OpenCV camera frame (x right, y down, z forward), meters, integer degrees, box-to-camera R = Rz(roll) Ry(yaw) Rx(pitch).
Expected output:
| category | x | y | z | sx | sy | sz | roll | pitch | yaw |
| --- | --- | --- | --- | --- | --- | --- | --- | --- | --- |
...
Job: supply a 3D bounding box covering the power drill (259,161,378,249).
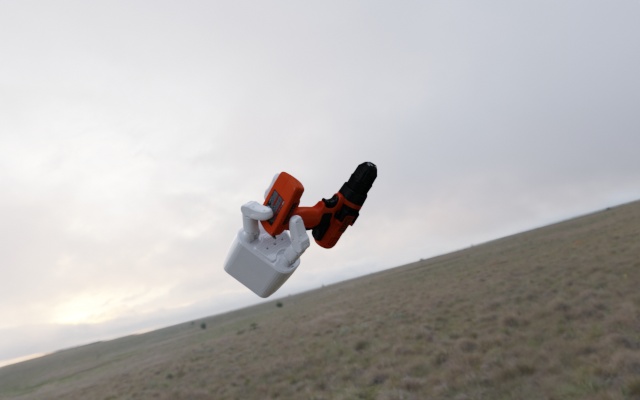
| category | x | y | z | sx | sy | sz | roll | pitch | yaw |
| --- | --- | --- | --- | --- | --- | --- | --- | --- | --- |
| power drill | 0.000 | 0.003 | 0.816 | 0.188 | 0.184 | 0.057 | 9 | 28 | -44 |
